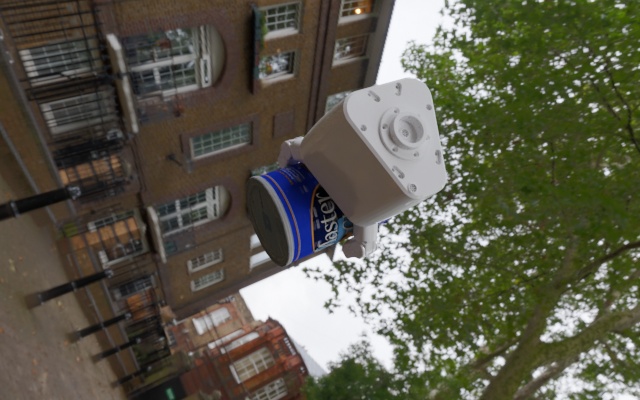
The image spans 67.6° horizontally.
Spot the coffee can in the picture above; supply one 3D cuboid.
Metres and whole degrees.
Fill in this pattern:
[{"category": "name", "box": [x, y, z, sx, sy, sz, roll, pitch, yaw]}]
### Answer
[{"category": "coffee can", "box": [0.000, 0.002, 0.543, 0.140, 0.103, 0.103, -21, 9, -25]}]
